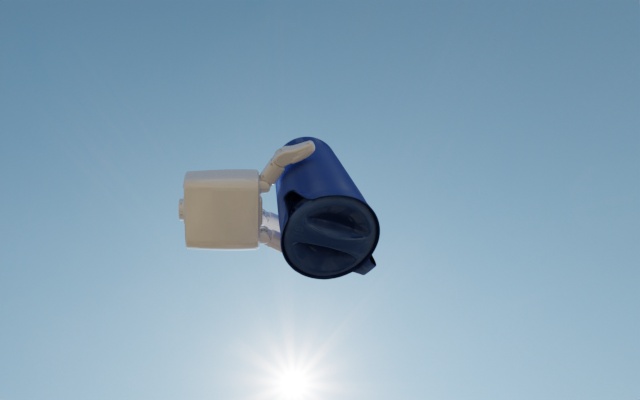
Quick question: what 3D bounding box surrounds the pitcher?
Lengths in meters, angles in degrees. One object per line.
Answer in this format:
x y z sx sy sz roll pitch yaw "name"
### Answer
0.000 0.002 0.724 0.145 0.149 0.242 -2 29 -10 "pitcher"
